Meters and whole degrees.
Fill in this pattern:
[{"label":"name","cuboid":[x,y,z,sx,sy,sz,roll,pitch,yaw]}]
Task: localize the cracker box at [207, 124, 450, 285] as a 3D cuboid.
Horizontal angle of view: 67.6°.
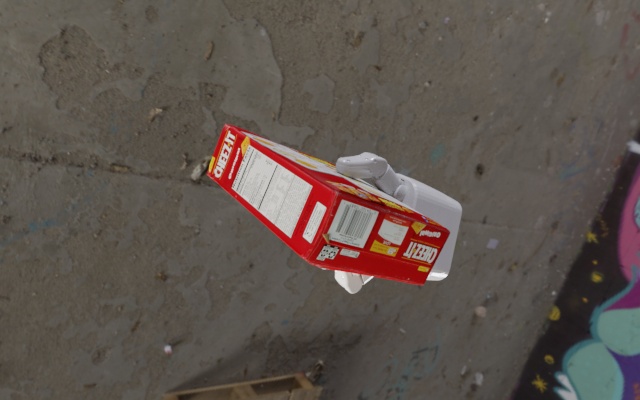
[{"label":"cracker box","cuboid":[0.000,0.002,0.500,0.164,0.072,0.213,17,11,-41]}]
